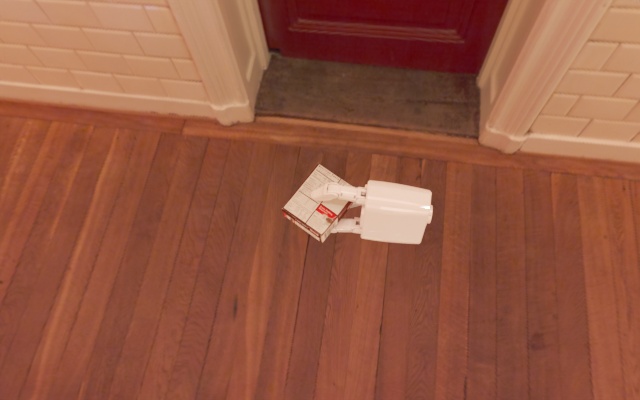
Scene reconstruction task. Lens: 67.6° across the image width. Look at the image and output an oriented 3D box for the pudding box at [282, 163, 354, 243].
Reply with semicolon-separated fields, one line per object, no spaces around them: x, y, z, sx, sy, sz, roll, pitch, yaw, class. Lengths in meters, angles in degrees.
0.000;0.003;0.844;0.090;0.113;0.039;34;-18;14;pudding box
